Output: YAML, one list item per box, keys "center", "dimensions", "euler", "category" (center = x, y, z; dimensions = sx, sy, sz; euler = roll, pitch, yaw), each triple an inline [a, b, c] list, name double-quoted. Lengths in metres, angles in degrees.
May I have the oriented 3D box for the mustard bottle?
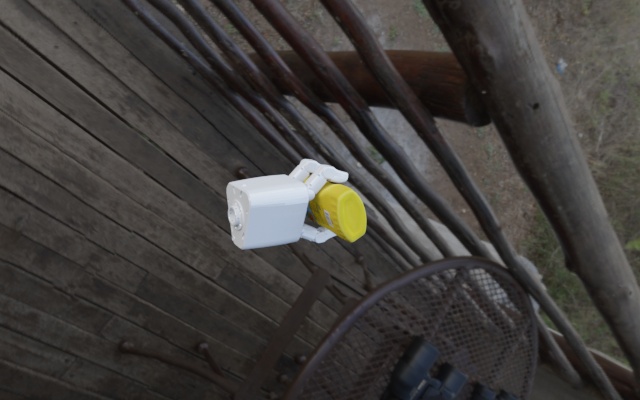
- center: [0.001, 0.003, 0.856]
  dimensions: [0.058, 0.096, 0.191]
  euler: [-34, 32, -22]
  category: "mustard bottle"
